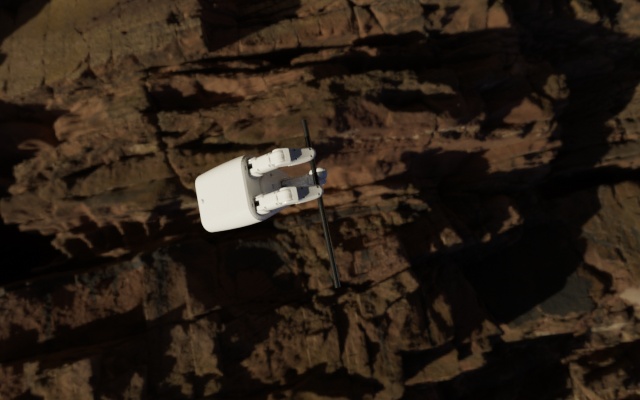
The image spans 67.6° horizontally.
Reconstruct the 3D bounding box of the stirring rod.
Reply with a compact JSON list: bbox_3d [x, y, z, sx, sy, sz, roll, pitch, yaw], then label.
[{"bbox_3d":[0.000,0.002,0.669,0.011,0.239,0.011,-11,-7,-1],"label":"stirring rod"}]
